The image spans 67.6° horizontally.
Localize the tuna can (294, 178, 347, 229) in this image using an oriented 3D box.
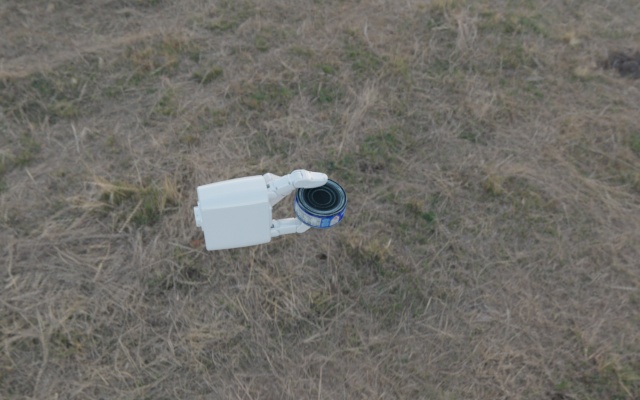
[{"bbox_3d":[0.000,0.002,0.778,0.086,0.086,0.034,0,-40,-10],"label":"tuna can"}]
